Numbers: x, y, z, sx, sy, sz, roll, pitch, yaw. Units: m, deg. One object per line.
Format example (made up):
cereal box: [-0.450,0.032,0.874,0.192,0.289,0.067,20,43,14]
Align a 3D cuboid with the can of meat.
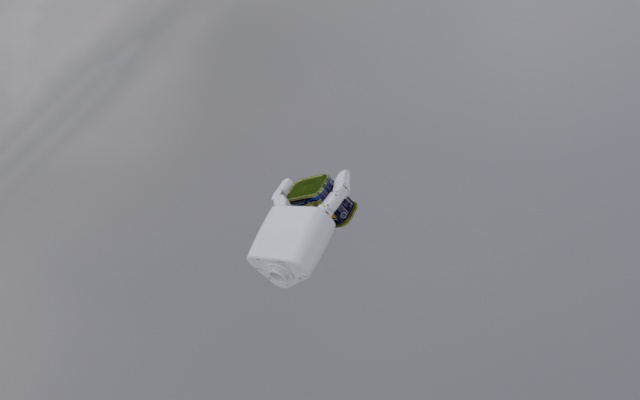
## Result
can of meat: [0.000,0.002,0.846,0.102,0.057,0.084,-11,-48,47]
